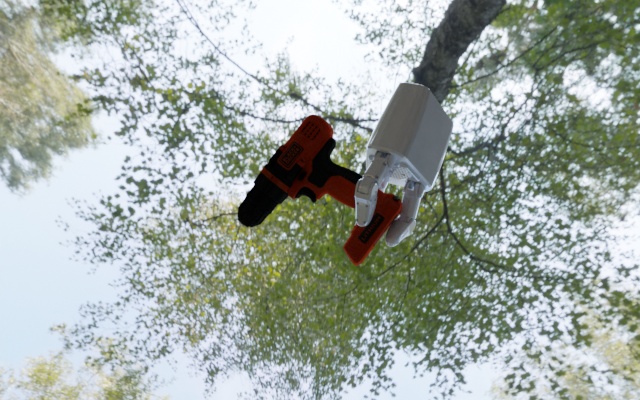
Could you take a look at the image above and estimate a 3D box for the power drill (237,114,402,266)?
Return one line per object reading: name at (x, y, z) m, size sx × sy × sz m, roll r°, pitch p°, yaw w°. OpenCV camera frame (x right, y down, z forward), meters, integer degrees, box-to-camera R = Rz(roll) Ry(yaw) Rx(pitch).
power drill at (0.001, 0.002, 0.648) m, size 0.187 × 0.184 × 0.057 m, roll 38°, pitch 4°, yaw 10°
